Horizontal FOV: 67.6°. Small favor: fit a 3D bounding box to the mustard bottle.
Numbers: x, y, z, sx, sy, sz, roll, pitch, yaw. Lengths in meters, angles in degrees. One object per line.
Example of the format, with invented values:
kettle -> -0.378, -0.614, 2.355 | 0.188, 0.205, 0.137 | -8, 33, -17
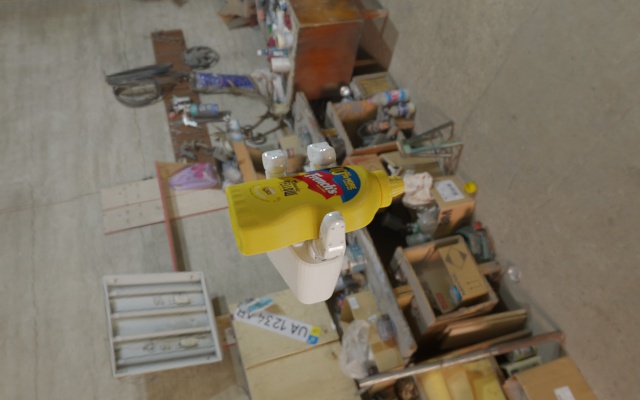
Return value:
mustard bottle -> 0.000, 0.001, 0.512 | 0.191, 0.058, 0.096 | -12, 30, -14
